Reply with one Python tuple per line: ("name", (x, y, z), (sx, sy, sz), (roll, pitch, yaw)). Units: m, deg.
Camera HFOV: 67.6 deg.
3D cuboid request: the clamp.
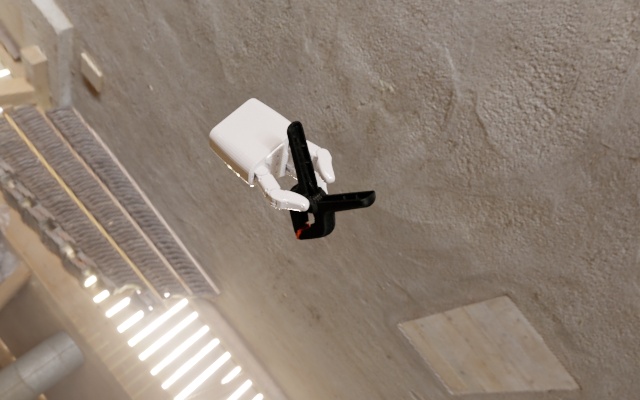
("clamp", (-0.001, 0.003, 0.720), (0.036, 0.210, 0.164), (-33, 63, -33))
